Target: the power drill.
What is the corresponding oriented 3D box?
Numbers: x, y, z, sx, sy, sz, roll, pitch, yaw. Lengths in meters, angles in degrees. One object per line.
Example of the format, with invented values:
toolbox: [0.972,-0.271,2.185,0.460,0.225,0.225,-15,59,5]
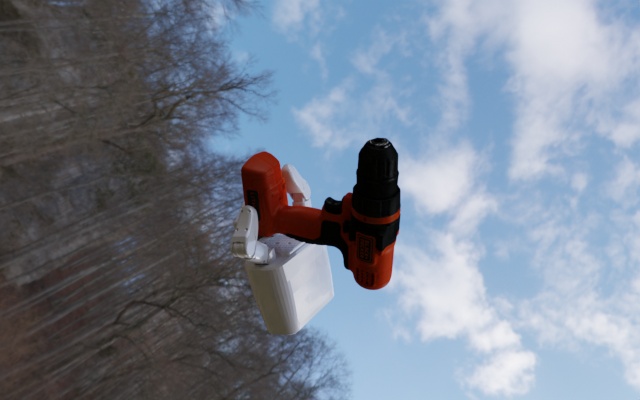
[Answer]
power drill: [0.000,0.002,0.538,0.187,0.184,0.057,18,36,27]
